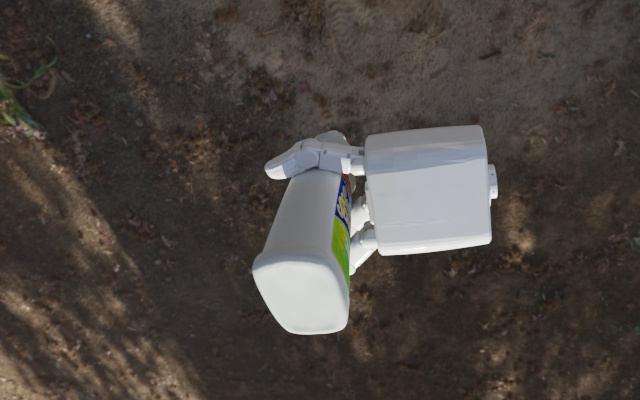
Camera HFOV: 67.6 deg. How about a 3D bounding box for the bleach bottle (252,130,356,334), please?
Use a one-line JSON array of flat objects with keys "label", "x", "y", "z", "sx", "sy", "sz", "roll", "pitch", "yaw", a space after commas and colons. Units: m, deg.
[{"label": "bleach bottle", "x": 0.000, "y": 0.002, "z": 0.479, "sx": 0.068, "sy": 0.103, "sz": 0.250, "roll": -7, "pitch": 39, "yaw": 14}]
